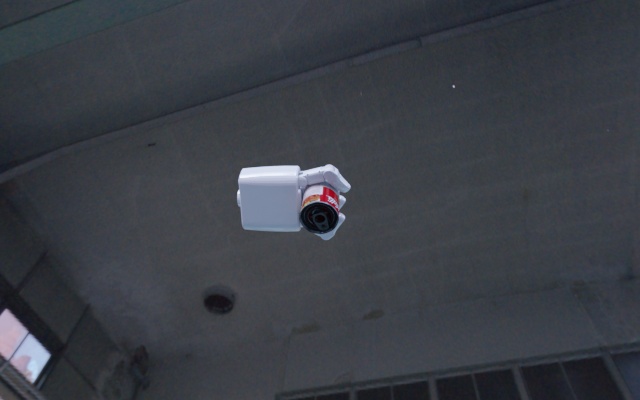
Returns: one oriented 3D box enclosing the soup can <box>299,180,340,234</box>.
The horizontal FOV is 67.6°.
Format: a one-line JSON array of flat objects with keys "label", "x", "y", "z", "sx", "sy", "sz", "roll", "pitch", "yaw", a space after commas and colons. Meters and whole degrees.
[{"label": "soup can", "x": 0.001, "y": 0.003, "z": 0.854, "sx": 0.068, "sy": 0.068, "sz": 0.102, "roll": 0, "pitch": 34, "yaw": 4}]
